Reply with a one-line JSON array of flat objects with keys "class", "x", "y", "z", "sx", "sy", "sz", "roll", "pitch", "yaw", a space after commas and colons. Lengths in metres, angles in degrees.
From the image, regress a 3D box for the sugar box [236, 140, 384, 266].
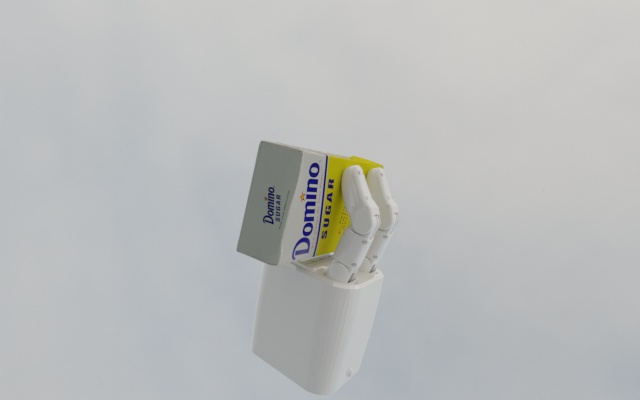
[{"class": "sugar box", "x": 0.001, "y": 0.002, "z": 0.438, "sx": 0.048, "sy": 0.093, "sz": 0.176, "roll": 17, "pitch": 9, "yaw": 24}]
